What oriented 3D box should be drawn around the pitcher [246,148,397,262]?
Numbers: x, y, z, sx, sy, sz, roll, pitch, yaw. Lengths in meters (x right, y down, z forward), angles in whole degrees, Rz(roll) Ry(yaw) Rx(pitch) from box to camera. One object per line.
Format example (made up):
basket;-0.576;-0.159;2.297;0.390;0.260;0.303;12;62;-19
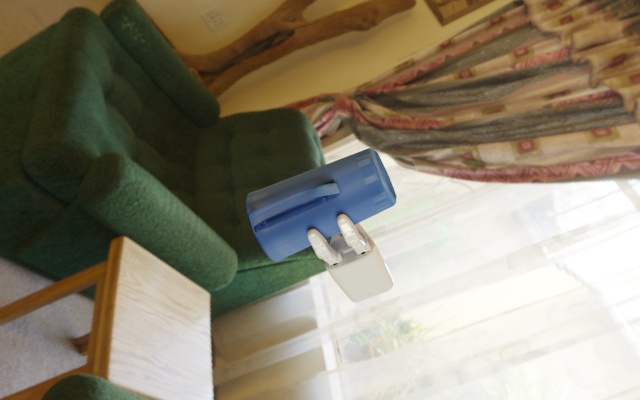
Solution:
pitcher;0.000;0.003;0.821;0.243;0.145;0.149;-24;32;12
